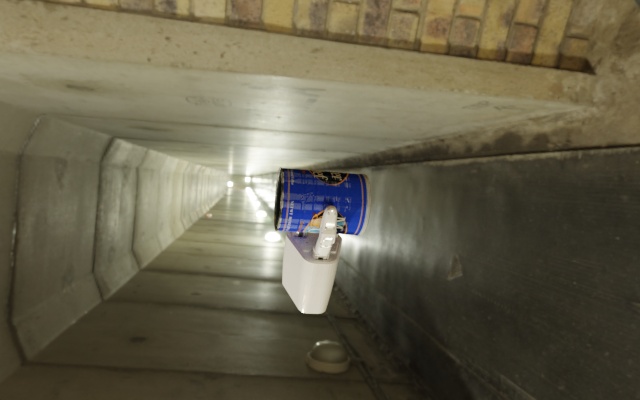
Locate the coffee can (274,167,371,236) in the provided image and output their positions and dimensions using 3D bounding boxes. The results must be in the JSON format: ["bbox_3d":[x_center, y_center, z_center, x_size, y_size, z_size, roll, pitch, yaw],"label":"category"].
[{"bbox_3d":[0.000,0.002,0.772,0.140,0.103,0.103,4,-1,-11],"label":"coffee can"}]
